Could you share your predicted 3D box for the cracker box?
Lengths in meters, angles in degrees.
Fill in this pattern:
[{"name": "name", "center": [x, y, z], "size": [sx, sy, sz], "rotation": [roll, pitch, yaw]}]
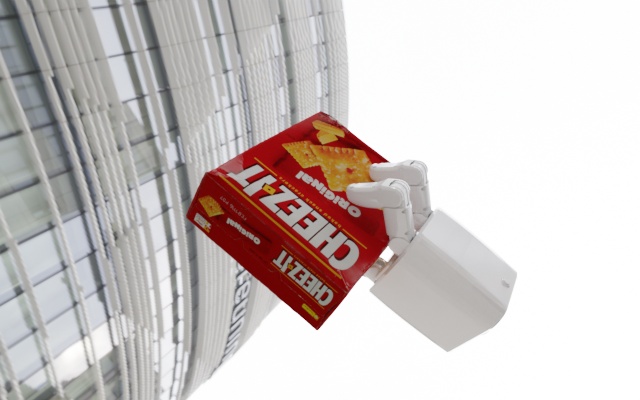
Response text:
[{"name": "cracker box", "center": [0.000, 0.002, 0.496], "size": [0.164, 0.072, 0.213], "rotation": [39, 38, 9]}]
